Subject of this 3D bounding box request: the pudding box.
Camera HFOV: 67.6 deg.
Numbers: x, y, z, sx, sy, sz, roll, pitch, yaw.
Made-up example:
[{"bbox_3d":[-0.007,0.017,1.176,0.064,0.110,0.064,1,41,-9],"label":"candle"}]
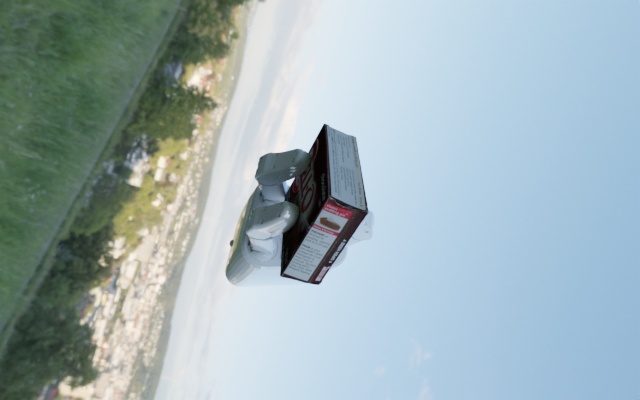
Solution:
[{"bbox_3d":[0.000,0.001,0.408,0.039,0.090,0.113,18,35,-17],"label":"pudding box"}]
